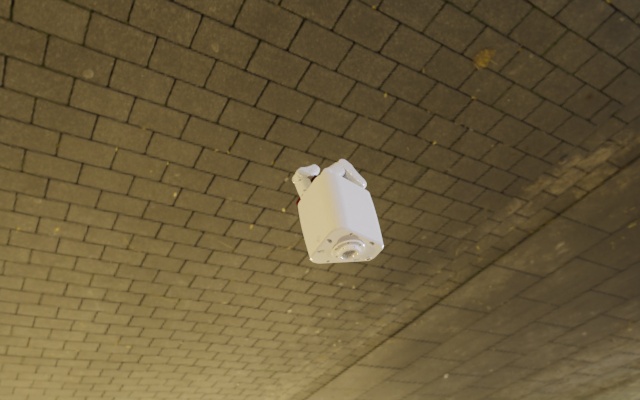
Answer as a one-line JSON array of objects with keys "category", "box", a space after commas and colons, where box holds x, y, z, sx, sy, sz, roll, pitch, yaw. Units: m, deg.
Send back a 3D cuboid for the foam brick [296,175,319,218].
[{"category": "foam brick", "box": [0.000, 0.003, 0.818, 0.053, 0.051, 0.078, 9, -43, -28]}]
